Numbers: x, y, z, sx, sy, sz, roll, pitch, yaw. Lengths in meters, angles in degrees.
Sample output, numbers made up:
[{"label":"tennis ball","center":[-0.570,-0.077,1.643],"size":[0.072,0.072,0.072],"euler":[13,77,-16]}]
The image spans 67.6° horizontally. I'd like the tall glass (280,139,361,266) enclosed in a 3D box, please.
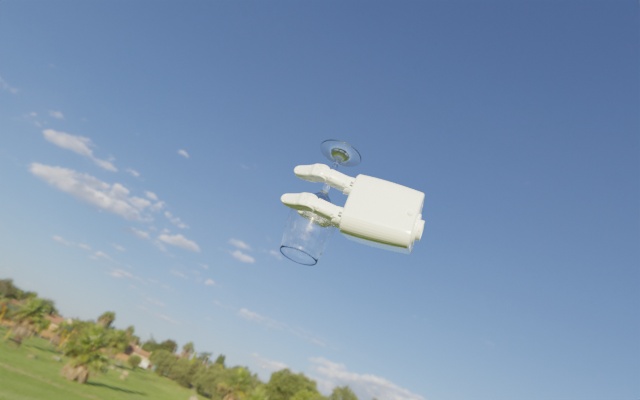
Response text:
[{"label":"tall glass","center":[0.000,0.002,0.772],"size":[0.079,0.201,0.079],"euler":[19,-25,9]}]
